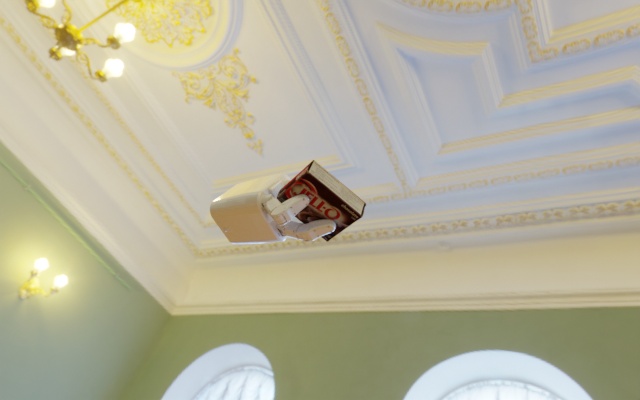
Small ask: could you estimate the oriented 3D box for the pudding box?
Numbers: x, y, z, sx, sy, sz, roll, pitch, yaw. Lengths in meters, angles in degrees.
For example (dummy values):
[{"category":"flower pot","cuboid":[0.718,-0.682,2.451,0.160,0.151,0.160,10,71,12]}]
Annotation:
[{"category":"pudding box","cuboid":[0.000,0.002,0.744,0.113,0.039,0.090,37,-46,-15]}]
